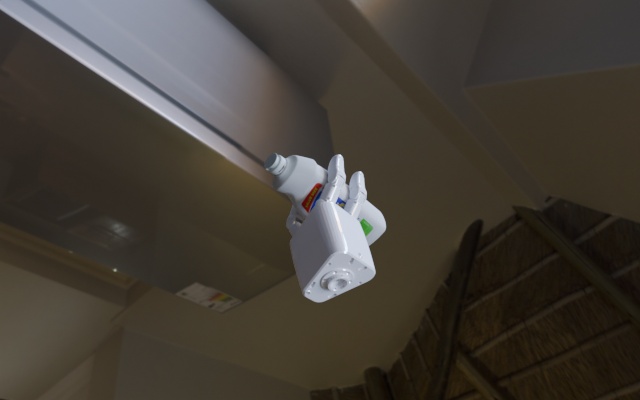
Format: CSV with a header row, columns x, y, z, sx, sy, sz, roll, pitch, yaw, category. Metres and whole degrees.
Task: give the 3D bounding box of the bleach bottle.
x,y,z,sx,sy,sz,roll,pitch,yaw,category
0.000,0.003,0.809,0.102,0.068,0.251,-40,-51,20,bleach bottle
